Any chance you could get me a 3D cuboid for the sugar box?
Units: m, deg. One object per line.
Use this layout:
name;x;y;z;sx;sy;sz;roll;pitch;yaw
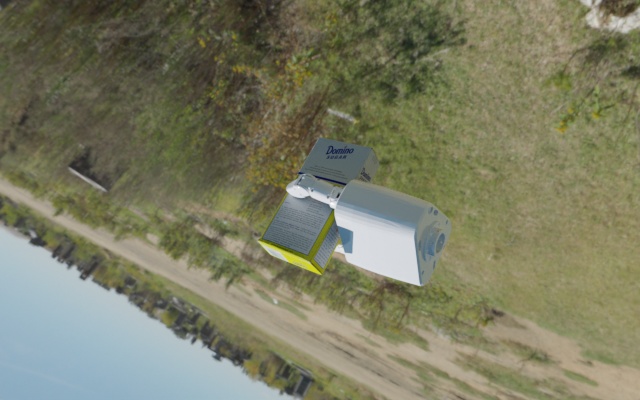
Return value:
sugar box;0.000;0.003;0.639;0.093;0.176;0.048;17;-25;35
